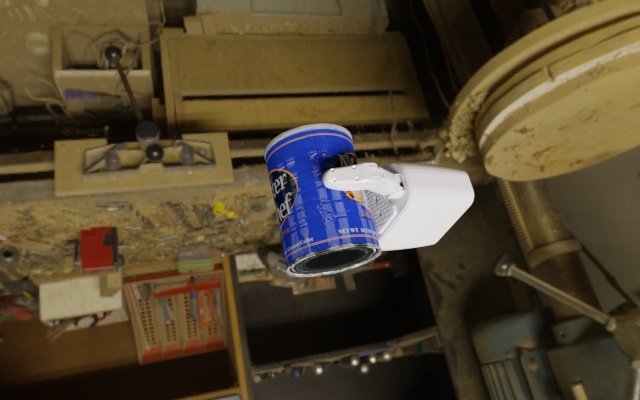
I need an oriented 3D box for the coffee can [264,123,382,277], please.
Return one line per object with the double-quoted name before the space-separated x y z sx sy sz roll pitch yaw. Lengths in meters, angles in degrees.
"coffee can" 0.000 0.002 0.525 0.103 0.140 0.103 -11 -21 -4
